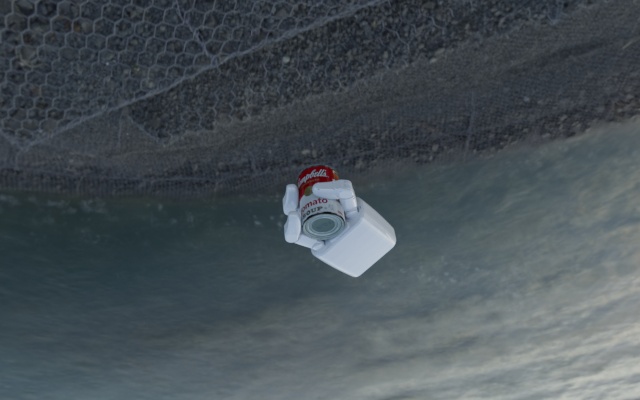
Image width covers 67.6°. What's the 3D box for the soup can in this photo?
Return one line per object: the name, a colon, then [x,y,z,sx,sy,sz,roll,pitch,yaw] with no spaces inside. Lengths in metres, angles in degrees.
soup can: [0.000,0.002,0.753,0.068,0.102,0.069,-4,-40,-3]
